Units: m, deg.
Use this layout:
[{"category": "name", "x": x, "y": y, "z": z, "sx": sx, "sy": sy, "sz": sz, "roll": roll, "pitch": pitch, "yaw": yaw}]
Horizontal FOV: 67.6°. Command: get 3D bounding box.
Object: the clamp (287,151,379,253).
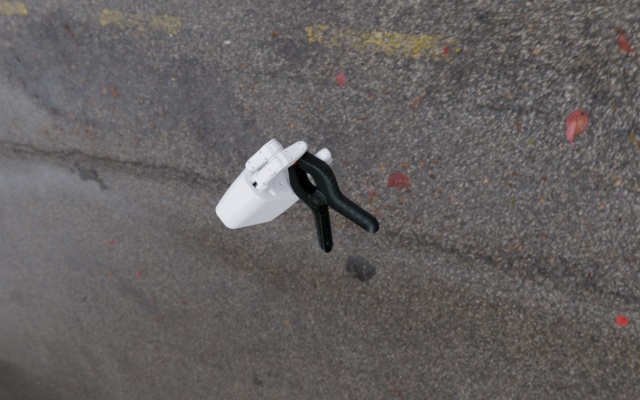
[{"category": "clamp", "x": 0.000, "y": 0.002, "z": 0.721, "sx": 0.120, "sy": 0.171, "sz": 0.039, "roll": -41, "pitch": -4, "yaw": 38}]
